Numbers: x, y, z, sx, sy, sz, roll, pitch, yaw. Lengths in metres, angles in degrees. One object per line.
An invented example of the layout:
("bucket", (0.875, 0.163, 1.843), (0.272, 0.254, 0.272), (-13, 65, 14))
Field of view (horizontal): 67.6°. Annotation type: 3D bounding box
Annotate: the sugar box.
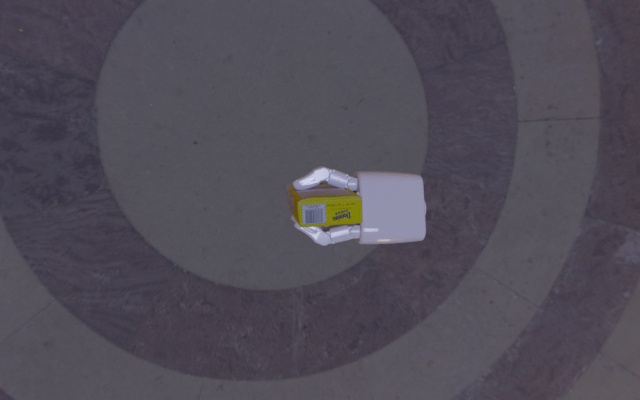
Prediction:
("sugar box", (0.000, 0.003, 0.752), (0.093, 0.048, 0.176), (-3, 7, -9))
